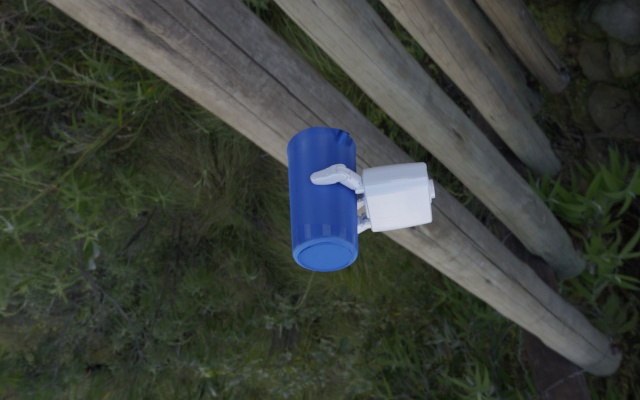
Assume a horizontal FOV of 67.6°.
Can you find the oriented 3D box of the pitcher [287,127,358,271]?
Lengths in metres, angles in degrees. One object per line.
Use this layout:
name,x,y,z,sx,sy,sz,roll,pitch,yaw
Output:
pitcher,0.000,0.003,0.853,0.145,0.242,0.149,-9,-37,10
